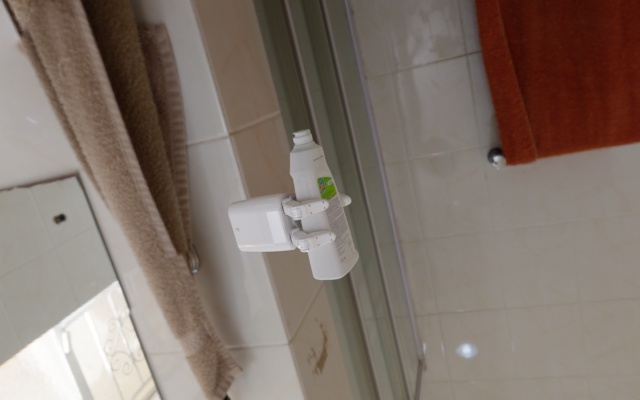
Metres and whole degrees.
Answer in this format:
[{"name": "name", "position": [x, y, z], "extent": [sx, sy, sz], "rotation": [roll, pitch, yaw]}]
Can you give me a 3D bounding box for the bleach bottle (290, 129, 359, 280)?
[{"name": "bleach bottle", "position": [0.000, 0.003, 0.815], "extent": [0.068, 0.251, 0.102], "rotation": [-7, 16, 25]}]
